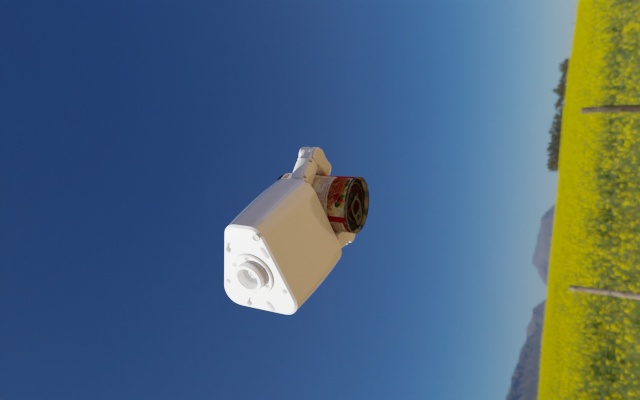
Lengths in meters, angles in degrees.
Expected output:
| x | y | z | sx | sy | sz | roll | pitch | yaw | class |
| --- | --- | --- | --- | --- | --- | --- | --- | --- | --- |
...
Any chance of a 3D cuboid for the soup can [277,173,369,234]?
| x | y | z | sx | sy | sz | roll | pitch | yaw | class |
| --- | --- | --- | --- | --- | --- | --- | --- | --- | --- |
| 0.000 | 0.002 | 0.587 | 0.102 | 0.068 | 0.068 | 5 | 2 | 27 | soup can |
